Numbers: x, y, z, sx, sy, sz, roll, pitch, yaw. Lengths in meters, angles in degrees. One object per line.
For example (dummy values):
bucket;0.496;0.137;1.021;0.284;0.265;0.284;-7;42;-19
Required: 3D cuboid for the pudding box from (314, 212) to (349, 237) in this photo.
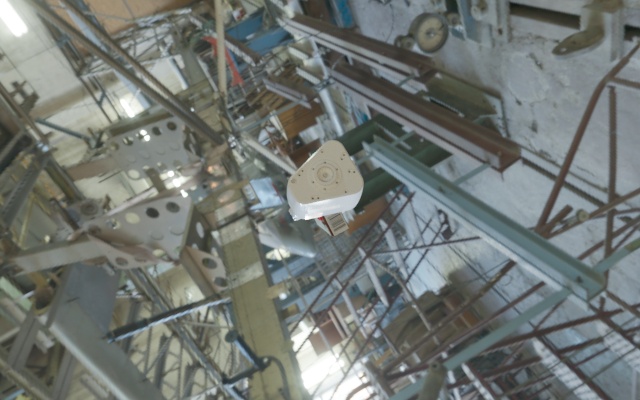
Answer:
pudding box;0.000;0.003;0.868;0.039;0.113;0.090;-28;18;-10
